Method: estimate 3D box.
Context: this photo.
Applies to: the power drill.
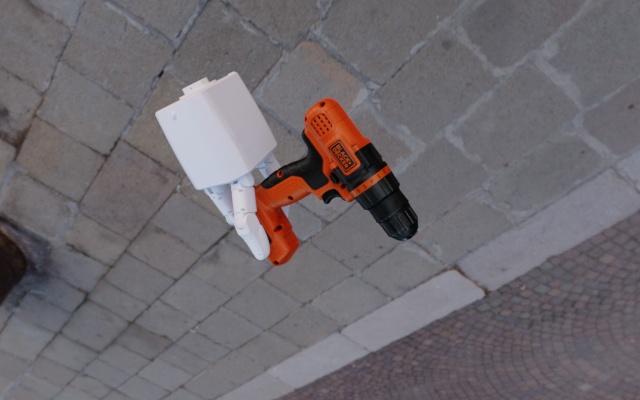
[{"bbox_3d":[0.000,0.002,0.569,0.188,0.184,0.057,-36,-2,26],"label":"power drill"}]
